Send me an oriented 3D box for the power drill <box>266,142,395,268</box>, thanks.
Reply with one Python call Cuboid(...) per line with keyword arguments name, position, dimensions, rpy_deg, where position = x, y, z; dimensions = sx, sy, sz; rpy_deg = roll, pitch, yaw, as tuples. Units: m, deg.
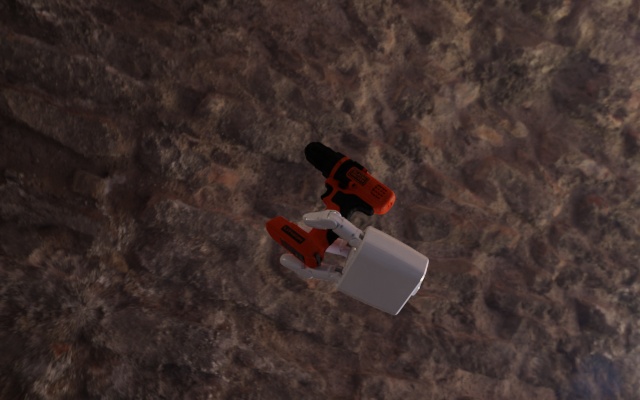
Cuboid(name="power drill", position=(0.000, 0.003, 0.784), dimensions=(0.184, 0.187, 0.057), rpy_deg=(36, -19, 23))
